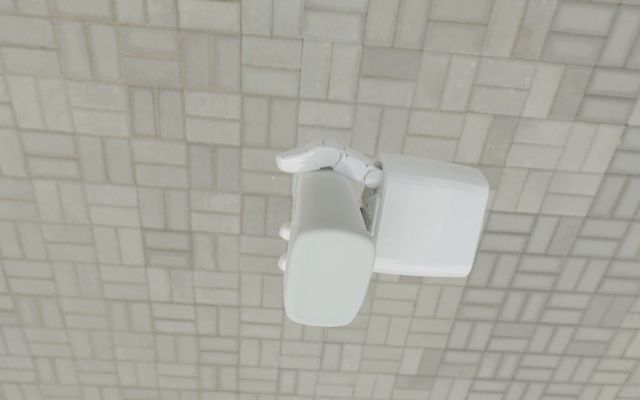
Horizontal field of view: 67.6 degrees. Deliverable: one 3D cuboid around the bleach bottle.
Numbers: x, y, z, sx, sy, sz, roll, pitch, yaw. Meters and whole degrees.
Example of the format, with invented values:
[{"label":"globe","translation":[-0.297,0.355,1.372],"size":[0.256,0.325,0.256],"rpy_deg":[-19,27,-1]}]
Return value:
[{"label":"bleach bottle","translation":[0.000,0.002,0.478],"size":[0.068,0.103,0.250],"rpy_deg":[7,31,-7]}]
